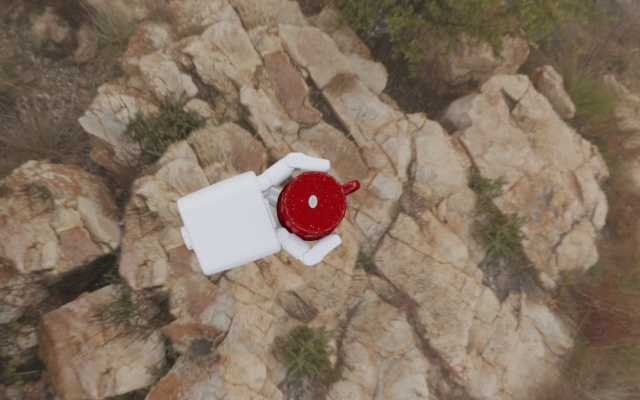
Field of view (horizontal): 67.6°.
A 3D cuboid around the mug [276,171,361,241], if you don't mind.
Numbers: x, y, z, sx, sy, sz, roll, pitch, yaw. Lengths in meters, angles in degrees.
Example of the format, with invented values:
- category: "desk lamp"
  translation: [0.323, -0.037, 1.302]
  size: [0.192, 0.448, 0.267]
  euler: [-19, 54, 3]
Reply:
- category: "mug"
  translation: [0.001, 0.002, 0.632]
  size: [0.117, 0.093, 0.081]
  euler: [-22, -3, -8]
